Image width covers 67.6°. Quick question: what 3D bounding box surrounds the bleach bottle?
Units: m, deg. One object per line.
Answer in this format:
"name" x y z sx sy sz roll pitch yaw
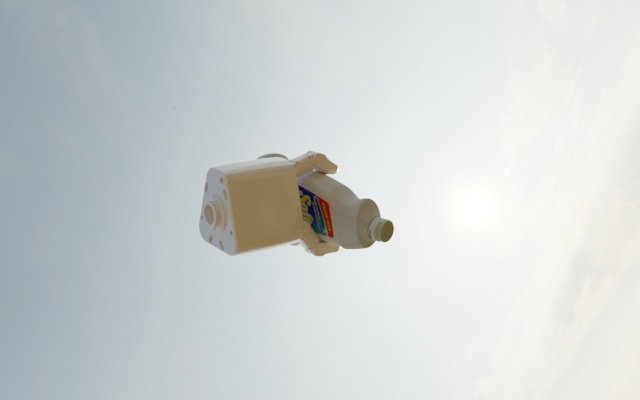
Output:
"bleach bottle" 0.000 0.002 0.687 0.068 0.102 0.250 -13 22 -41
